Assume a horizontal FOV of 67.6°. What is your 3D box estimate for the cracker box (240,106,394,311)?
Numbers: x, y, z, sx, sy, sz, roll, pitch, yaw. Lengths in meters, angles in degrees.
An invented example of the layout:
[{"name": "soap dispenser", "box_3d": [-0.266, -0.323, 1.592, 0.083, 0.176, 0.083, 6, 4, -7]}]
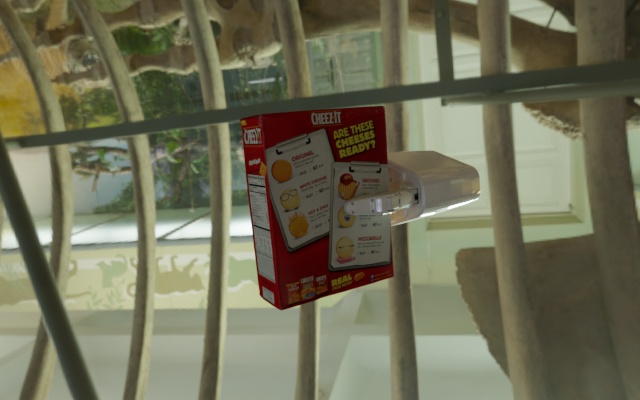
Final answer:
[{"name": "cracker box", "box_3d": [0.000, 0.002, 0.567, 0.164, 0.214, 0.072, -10, 10, -30]}]
